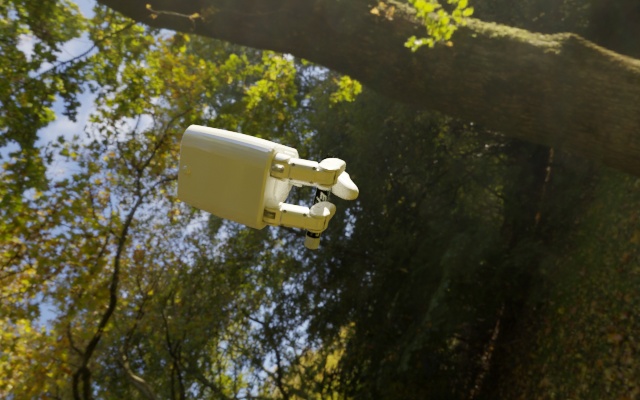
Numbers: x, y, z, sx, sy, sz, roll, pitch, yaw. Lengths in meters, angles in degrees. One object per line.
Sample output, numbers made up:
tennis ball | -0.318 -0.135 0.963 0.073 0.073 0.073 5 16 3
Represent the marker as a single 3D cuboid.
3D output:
marker | 0.000 0.002 0.580 0.020 0.121 0.020 11 21 -4
